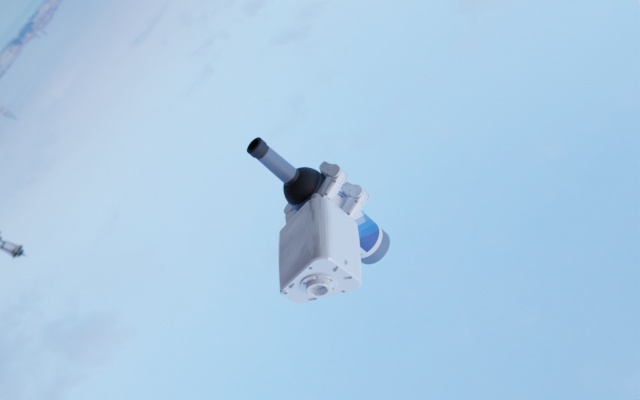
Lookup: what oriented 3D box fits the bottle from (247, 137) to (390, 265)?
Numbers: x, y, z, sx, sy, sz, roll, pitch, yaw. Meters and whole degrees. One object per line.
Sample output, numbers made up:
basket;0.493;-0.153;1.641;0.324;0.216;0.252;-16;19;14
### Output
bottle;0.000;0.002;0.734;0.069;0.069;0.296;0;-32;47
